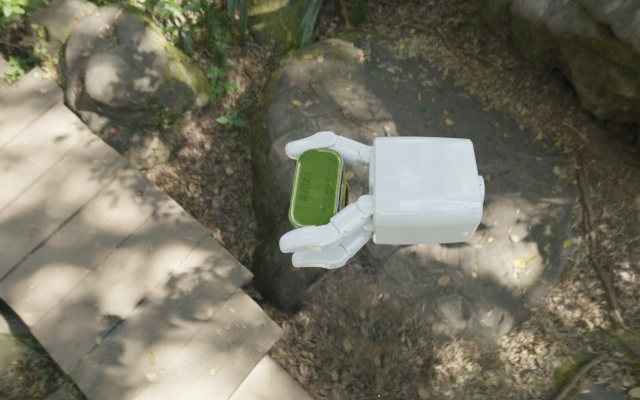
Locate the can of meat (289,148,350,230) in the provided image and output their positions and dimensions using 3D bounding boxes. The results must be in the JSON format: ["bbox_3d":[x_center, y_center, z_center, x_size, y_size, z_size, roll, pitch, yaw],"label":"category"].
[{"bbox_3d":[0.000,0.002,0.543,0.057,0.102,0.084,4,-22,8],"label":"can of meat"}]
